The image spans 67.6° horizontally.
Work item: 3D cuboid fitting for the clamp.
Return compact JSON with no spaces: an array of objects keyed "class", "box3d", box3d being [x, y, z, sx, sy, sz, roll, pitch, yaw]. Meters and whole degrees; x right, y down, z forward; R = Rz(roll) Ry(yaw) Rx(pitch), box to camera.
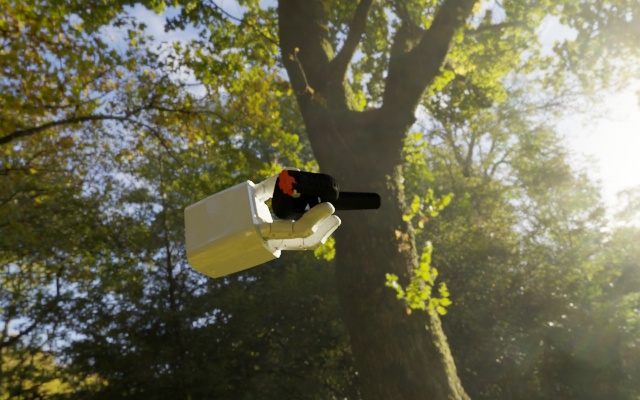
[{"class":"clamp","box3d":[-0.001,0.001,0.668,0.164,0.036,0.210,-23,-23,5]}]
